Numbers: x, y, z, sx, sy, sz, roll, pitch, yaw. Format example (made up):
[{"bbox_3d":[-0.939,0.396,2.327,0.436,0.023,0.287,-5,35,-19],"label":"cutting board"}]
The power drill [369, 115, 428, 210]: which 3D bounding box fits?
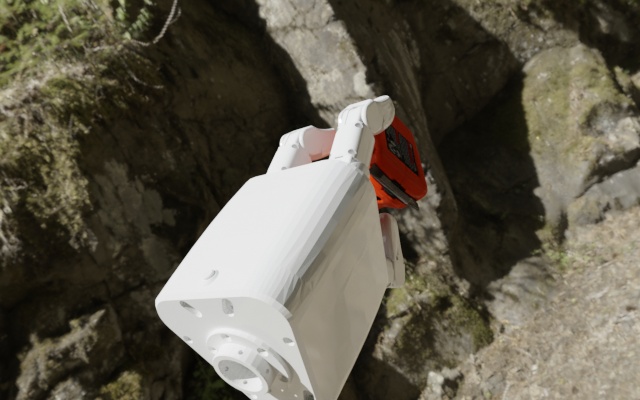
[{"bbox_3d":[0.000,0.001,0.421,0.057,0.188,0.184,35,28,-23],"label":"power drill"}]
